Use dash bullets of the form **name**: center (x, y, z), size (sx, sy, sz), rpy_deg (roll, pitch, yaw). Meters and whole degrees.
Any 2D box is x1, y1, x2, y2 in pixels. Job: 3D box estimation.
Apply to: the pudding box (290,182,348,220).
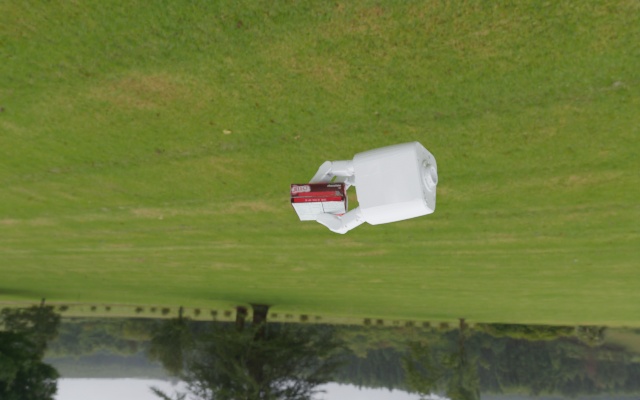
- **pudding box**: center (0.000, 0.003, 0.818), size (0.090, 0.039, 0.113), rpy_deg (-1, -19, 6)
